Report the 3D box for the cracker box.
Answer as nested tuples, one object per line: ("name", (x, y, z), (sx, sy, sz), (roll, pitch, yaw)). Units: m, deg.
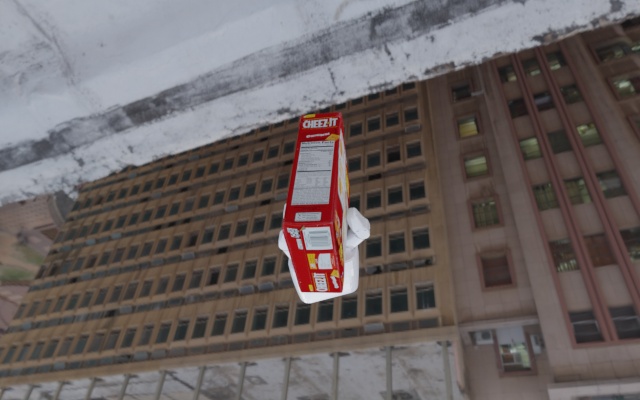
("cracker box", (0.000, 0.002, 0.699), (0.072, 0.213, 0.164), (-1, -42, 8))
